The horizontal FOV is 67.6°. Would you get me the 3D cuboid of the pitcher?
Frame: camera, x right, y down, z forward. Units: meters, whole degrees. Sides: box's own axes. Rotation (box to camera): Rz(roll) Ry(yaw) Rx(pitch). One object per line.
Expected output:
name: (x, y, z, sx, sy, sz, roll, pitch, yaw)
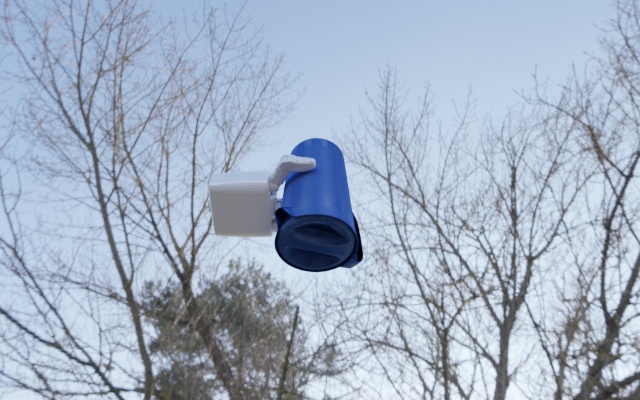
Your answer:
pitcher: (0.000, 0.003, 0.848, 0.145, 0.149, 0.242, -2, 41, 2)
